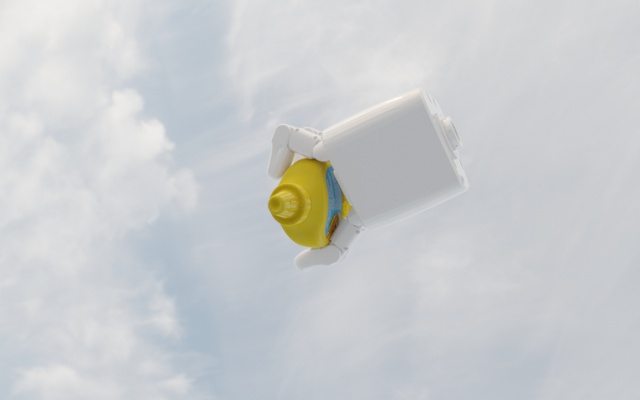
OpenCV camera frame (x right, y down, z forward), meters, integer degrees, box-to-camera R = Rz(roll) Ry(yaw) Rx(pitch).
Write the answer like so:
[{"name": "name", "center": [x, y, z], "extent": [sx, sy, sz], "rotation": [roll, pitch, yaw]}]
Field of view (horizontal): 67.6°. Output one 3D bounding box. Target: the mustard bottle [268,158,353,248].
[{"name": "mustard bottle", "center": [0.000, 0.002, 0.521], "extent": [0.058, 0.096, 0.191], "rotation": [3, 3, 25]}]
